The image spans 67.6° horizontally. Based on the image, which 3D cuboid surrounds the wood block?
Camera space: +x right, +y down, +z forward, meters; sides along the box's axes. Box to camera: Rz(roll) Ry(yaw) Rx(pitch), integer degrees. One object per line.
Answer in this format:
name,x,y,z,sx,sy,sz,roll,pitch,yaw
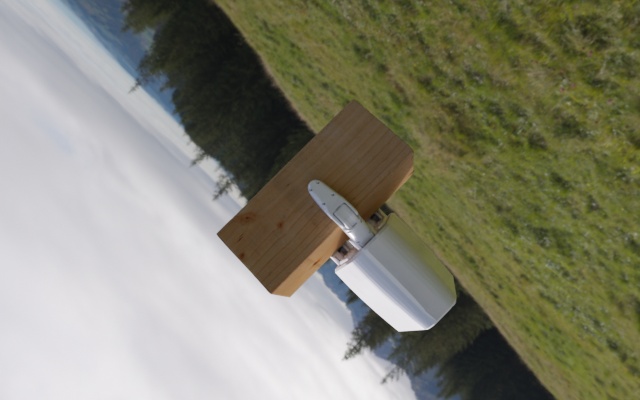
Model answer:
wood block,0.000,0.002,0.533,0.090,0.206,0.091,44,-3,17
